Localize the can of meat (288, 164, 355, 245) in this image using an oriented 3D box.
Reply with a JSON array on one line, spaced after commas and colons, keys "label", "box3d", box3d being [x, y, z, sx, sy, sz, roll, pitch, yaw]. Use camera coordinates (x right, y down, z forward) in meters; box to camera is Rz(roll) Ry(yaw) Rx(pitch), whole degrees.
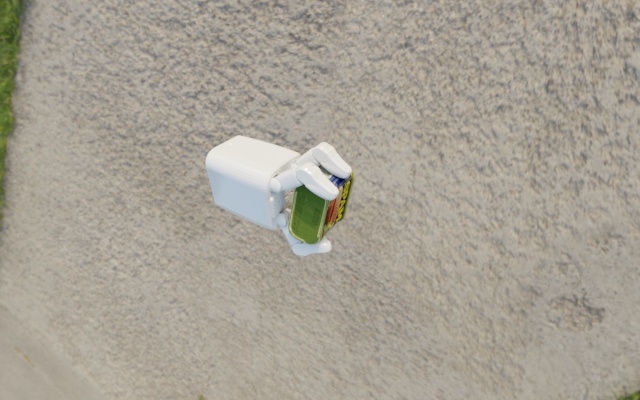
[{"label": "can of meat", "box3d": [0.000, 0.002, 0.682, 0.057, 0.102, 0.084, 24, 34, 17]}]
